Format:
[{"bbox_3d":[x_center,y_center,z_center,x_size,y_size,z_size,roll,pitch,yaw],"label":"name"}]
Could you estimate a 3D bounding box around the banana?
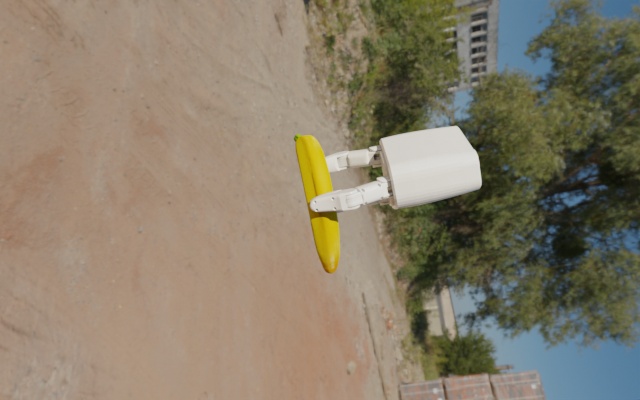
[{"bbox_3d":[-0.001,-0.005,0.620,0.037,0.197,0.069,-12,-11,-1],"label":"banana"}]
